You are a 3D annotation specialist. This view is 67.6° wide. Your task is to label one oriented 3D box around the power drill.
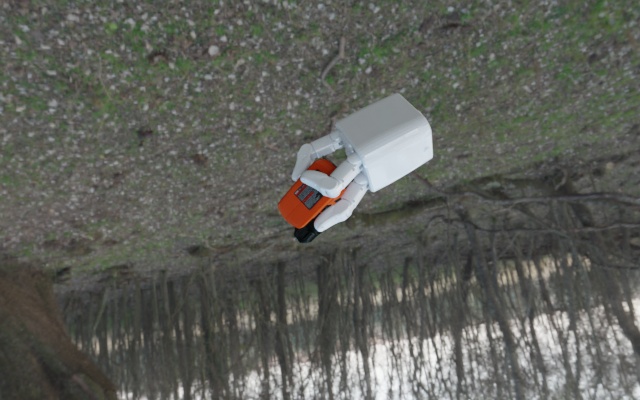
[{"bbox_3d":[0.000,0.002,0.767,0.057,0.184,0.187,43,11,12],"label":"power drill"}]
